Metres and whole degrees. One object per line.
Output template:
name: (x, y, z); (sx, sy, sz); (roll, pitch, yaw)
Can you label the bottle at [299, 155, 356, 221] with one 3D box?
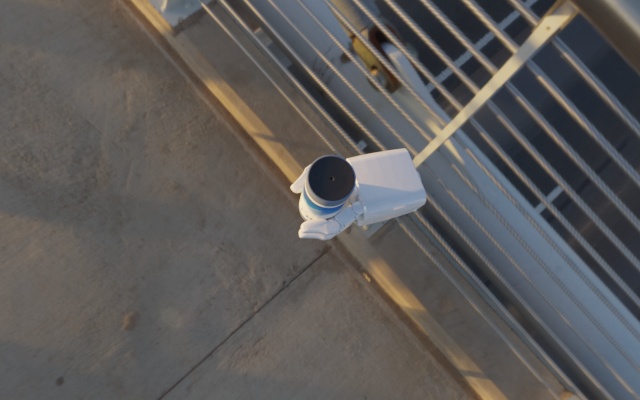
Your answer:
bottle: (0.000, 0.002, 0.776); (0.069, 0.069, 0.296); (0, -12, -6)
